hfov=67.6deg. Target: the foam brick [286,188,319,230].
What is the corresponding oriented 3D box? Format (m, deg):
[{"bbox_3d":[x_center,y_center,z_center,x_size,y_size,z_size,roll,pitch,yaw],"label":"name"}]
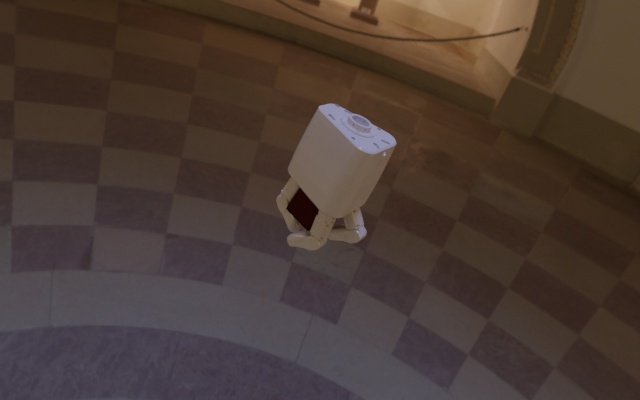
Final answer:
[{"bbox_3d":[0.000,0.002,0.694,0.078,0.053,0.051,-27,-23,-53],"label":"foam brick"}]
